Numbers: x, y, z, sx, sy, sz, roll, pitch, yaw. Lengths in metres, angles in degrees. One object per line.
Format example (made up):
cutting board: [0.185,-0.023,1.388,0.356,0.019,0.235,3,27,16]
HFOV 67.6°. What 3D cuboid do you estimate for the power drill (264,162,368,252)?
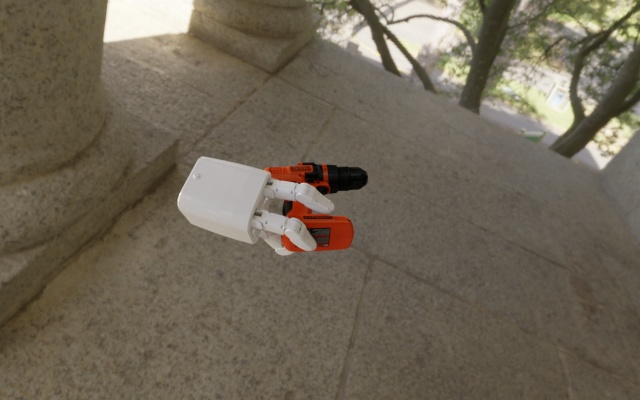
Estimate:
power drill: [0.000,0.003,0.764,0.184,0.057,0.187,-3,33,-7]
